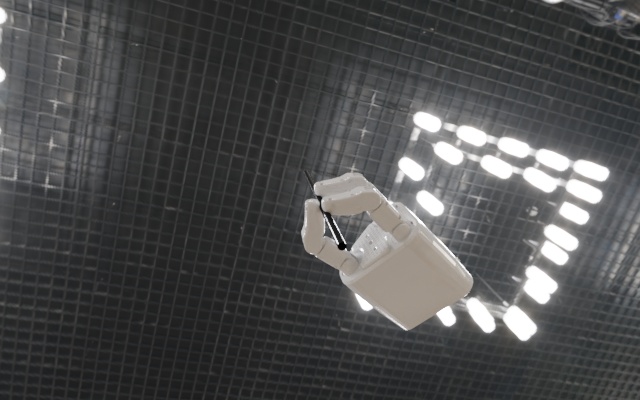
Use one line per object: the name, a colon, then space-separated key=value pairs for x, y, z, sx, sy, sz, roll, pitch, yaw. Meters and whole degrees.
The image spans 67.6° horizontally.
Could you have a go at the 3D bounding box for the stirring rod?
stirring rod: x=0.000 y=0.002 z=0.526 sx=0.011 sy=0.011 sz=0.239 roll=0 pitch=18 yaw=-9
